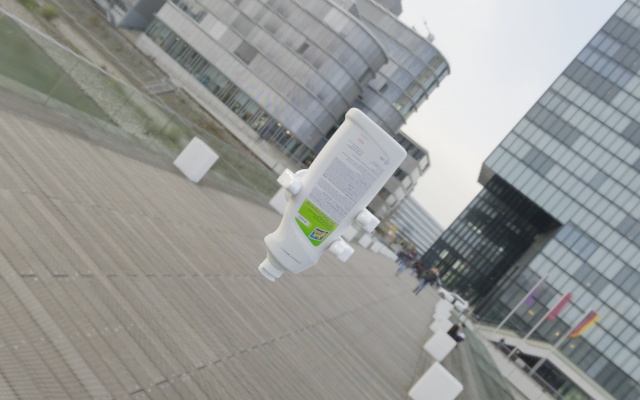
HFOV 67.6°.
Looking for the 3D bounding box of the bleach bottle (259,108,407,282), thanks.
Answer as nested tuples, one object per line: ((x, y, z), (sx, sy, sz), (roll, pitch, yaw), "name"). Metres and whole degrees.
((0.000, 0.002, 0.652), (0.102, 0.251, 0.068), (41, 4, -2), "bleach bottle")
